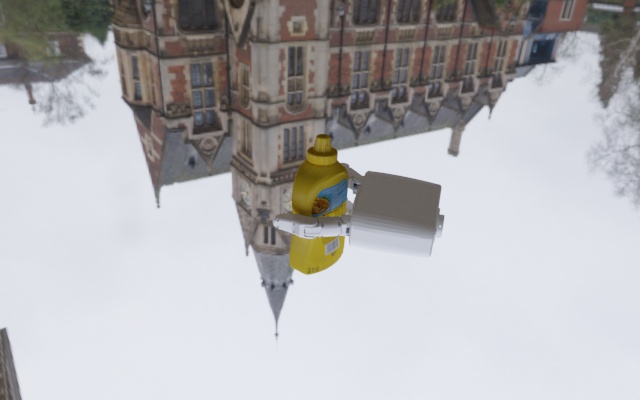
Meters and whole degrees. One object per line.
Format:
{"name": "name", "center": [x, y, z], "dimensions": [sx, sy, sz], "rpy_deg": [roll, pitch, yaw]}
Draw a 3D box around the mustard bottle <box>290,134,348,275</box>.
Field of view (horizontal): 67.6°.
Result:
{"name": "mustard bottle", "center": [0.000, 0.002, 0.658], "dimensions": [0.058, 0.192, 0.096], "rpy_deg": [23, 33, 34]}
